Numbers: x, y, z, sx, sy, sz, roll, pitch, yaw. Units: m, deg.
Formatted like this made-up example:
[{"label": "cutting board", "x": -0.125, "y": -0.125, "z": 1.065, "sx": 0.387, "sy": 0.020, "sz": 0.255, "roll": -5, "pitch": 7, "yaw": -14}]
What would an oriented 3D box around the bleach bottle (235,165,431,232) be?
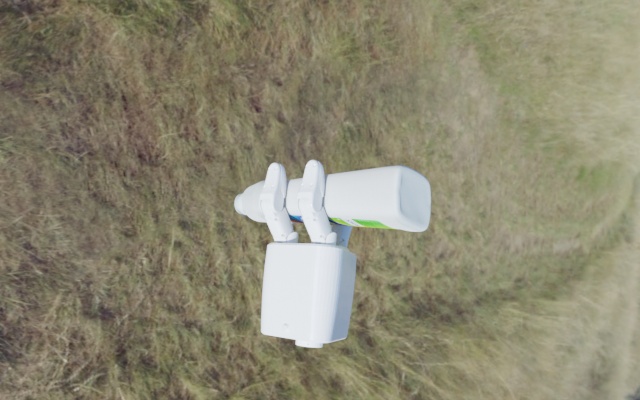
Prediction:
[{"label": "bleach bottle", "x": 0.000, "y": 0.002, "z": 0.593, "sx": 0.251, "sy": 0.068, "sz": 0.102, "roll": -2, "pitch": -12, "yaw": 34}]
